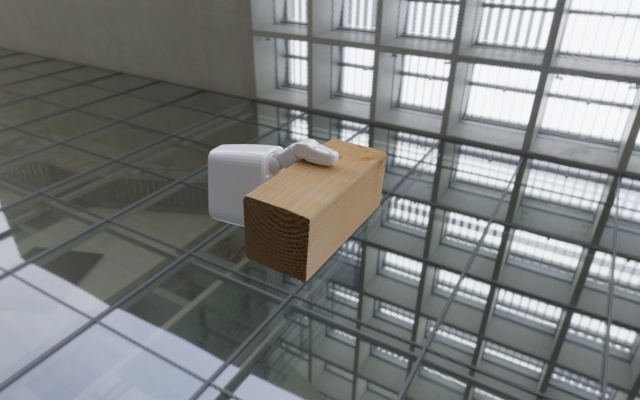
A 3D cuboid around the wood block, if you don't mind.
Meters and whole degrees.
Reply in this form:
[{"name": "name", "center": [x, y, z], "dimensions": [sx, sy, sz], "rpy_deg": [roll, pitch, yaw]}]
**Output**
[{"name": "wood block", "center": [0.000, 0.002, 0.617], "dimensions": [0.090, 0.091, 0.206], "rpy_deg": [19, 34, 24]}]
